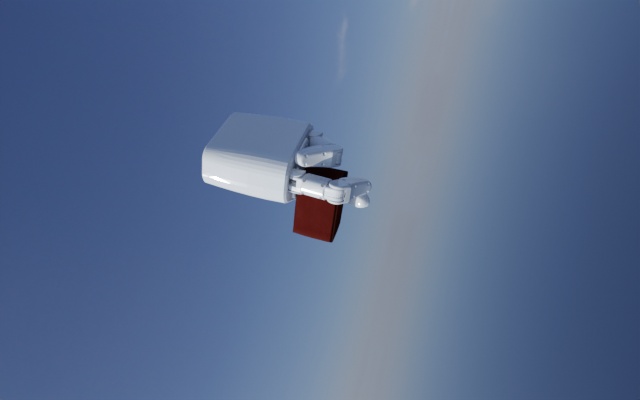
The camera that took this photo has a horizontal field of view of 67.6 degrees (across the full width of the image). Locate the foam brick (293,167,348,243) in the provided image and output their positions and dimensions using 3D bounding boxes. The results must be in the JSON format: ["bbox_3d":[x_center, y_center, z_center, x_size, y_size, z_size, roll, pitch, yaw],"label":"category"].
[{"bbox_3d":[0.000,0.002,0.588,0.051,0.078,0.053,12,25,9],"label":"foam brick"}]
